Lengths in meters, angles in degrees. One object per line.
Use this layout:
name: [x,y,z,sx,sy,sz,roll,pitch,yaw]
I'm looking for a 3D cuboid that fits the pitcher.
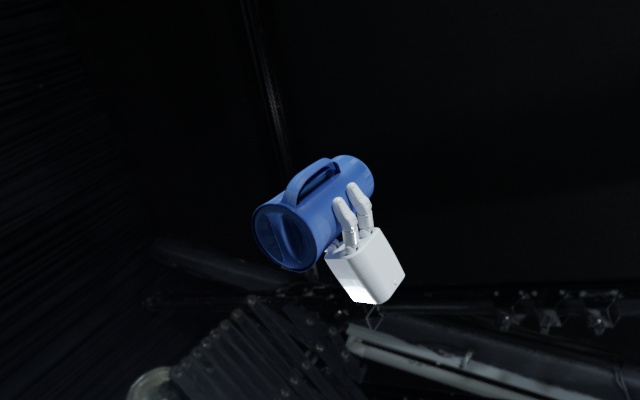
pitcher: [0.000,0.003,0.863,0.149,0.145,0.242,-25,12,44]
